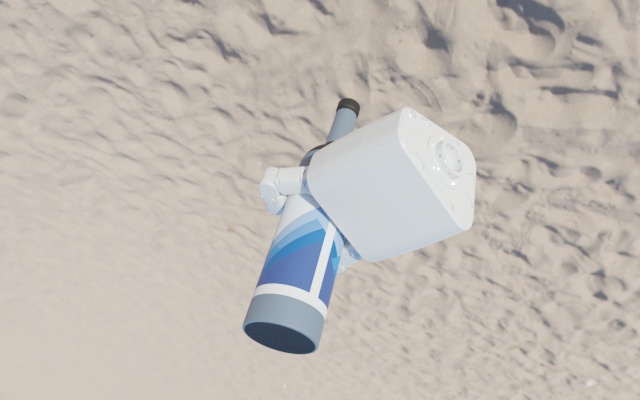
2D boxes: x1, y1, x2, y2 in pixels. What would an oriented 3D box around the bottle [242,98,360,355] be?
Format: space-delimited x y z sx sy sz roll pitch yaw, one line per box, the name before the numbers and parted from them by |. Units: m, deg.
bottle | 0.000 0.002 0.485 0.069 0.295 0.069 11 -36 8
